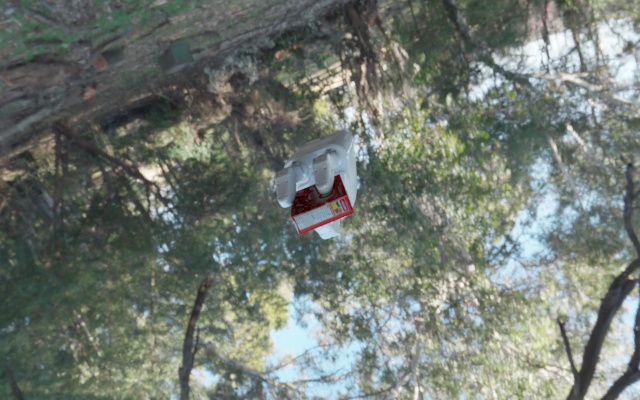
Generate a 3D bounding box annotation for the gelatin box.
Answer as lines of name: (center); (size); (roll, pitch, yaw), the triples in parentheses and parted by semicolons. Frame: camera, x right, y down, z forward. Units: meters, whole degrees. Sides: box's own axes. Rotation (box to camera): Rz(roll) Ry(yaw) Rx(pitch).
gelatin box: (0.000, 0.003, 0.611); (0.073, 0.030, 0.089); (-22, 20, 5)
